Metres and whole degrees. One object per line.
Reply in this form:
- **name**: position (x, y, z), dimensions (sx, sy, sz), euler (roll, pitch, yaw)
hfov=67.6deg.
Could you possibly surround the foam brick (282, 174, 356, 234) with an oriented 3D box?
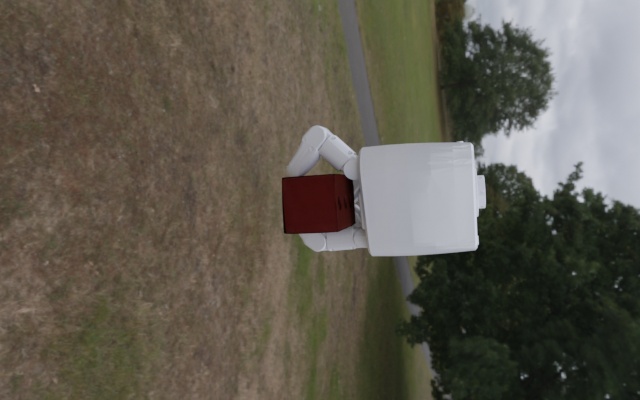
- **foam brick**: position (0.000, 0.002, 0.458), dimensions (0.051, 0.053, 0.078), euler (-2, 3, 16)
